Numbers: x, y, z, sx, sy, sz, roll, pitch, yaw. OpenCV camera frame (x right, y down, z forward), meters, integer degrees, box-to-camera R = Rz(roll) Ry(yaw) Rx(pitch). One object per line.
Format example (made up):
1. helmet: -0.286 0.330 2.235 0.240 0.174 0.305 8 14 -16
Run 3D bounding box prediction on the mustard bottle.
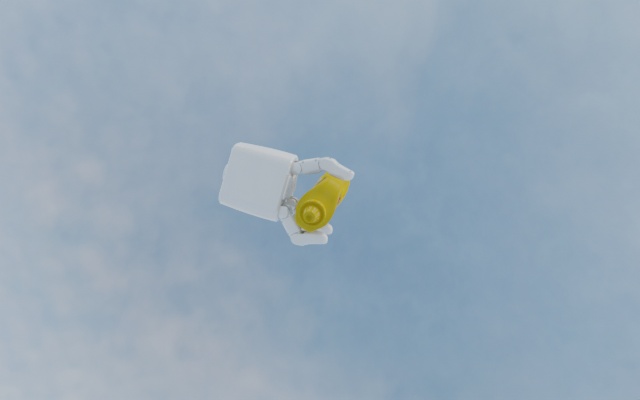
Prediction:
1. mustard bottle: 0.000 0.003 0.796 0.058 0.096 0.191 39 17 0
